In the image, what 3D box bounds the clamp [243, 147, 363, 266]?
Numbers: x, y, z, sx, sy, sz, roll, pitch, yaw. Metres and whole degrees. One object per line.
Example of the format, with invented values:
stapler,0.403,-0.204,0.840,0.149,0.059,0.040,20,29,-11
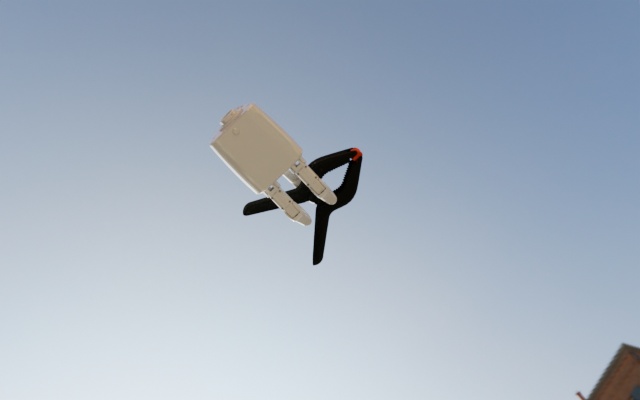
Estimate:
clamp,0.000,0.002,0.792,0.210,0.164,0.036,-42,21,8
